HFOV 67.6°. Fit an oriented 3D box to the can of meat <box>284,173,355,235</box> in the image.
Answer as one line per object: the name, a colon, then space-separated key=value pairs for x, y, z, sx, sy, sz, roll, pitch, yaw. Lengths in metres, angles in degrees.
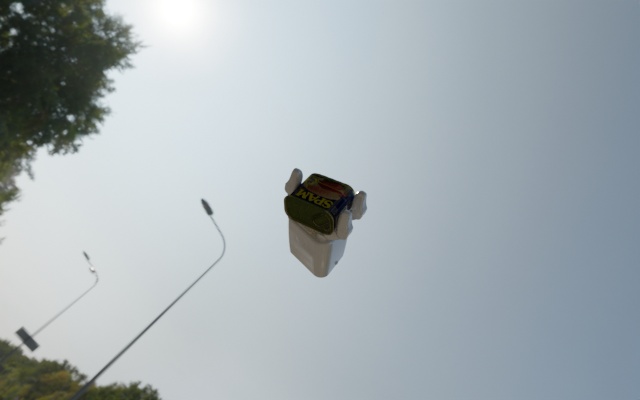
can of meat: x=0.000 y=0.003 z=0.849 sx=0.102 sy=0.057 sz=0.084 roll=23 pitch=47 yaw=23
